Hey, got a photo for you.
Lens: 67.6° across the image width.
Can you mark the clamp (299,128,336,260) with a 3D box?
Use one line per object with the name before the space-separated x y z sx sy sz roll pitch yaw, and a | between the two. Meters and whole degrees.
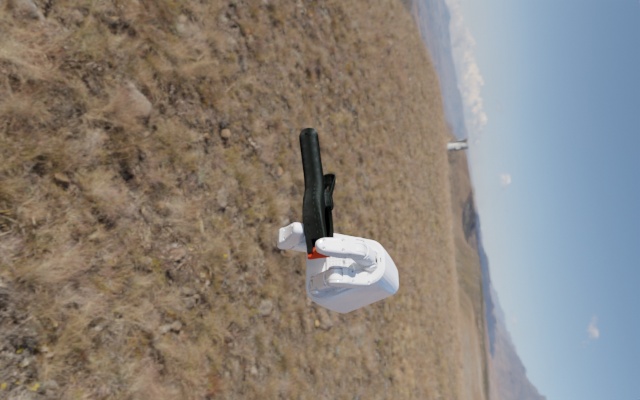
clamp | 0.001 0.002 0.638 0.039 0.171 0.120 -9 -25 19
